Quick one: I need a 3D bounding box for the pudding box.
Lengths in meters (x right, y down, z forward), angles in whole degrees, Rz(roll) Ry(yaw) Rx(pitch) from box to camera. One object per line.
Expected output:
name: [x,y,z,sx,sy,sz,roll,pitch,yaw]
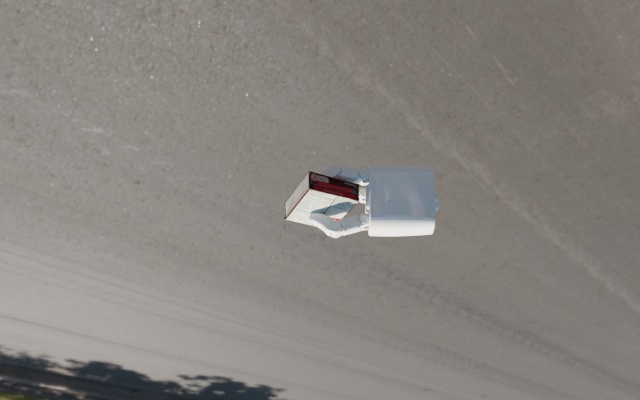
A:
pudding box: [0.000,0.003,0.792,0.090,0.039,0.113,15,-36,-20]
